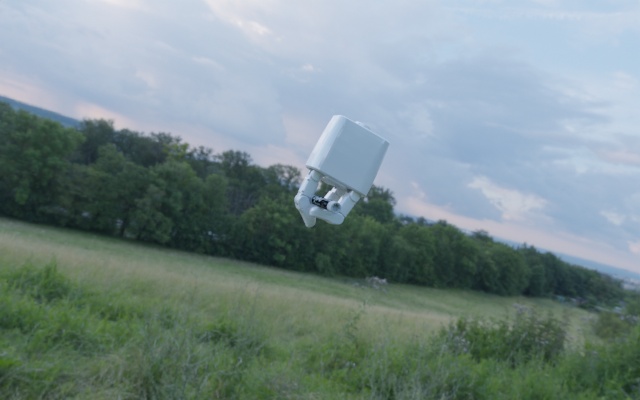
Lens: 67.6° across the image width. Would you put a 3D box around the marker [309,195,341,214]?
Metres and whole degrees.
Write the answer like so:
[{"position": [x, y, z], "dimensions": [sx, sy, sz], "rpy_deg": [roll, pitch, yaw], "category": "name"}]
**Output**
[{"position": [0.000, 0.003, 0.803], "dimensions": [0.020, 0.020, 0.121], "rpy_deg": [0, 9, -24], "category": "marker"}]
